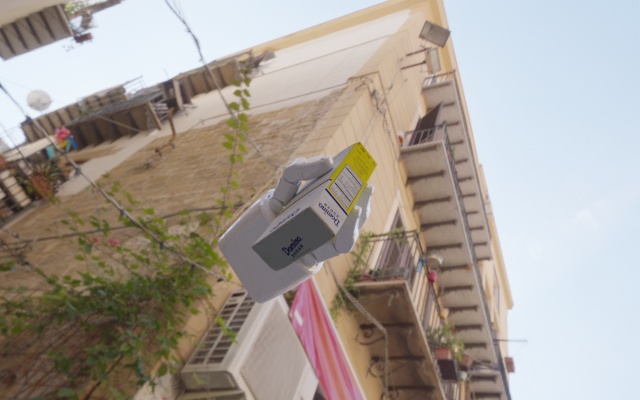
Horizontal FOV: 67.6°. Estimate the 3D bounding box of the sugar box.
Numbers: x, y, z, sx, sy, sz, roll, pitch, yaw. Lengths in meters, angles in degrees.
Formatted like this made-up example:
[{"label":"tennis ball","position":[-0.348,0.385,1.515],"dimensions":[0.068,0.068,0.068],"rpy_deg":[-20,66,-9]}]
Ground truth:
[{"label":"sugar box","position":[0.000,0.002,0.543],"dimensions":[0.093,0.048,0.176],"rpy_deg":[-34,13,34]}]
